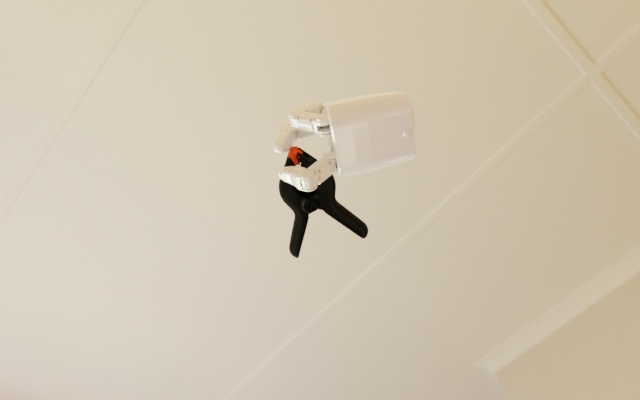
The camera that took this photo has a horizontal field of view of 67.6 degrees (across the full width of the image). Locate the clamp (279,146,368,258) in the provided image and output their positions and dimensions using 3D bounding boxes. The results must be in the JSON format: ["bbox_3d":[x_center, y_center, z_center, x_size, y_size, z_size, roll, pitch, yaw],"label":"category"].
[{"bbox_3d":[0.000,0.002,0.677,0.120,0.172,0.039,-12,31,-1],"label":"clamp"}]
